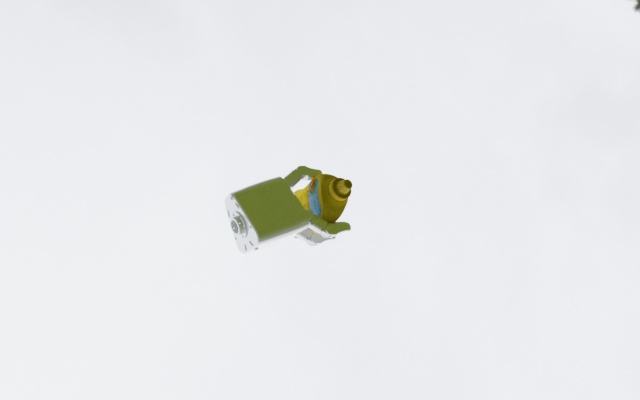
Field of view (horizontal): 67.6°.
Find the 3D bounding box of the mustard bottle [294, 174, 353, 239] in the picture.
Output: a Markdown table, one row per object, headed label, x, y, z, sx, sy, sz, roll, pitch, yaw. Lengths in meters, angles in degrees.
| label | x | y | z | sx | sy | sz | roll | pitch | yaw |
| --- | --- | --- | --- | --- | --- | --- | --- | --- | --- |
| mustard bottle | 0.000 | 0.003 | 0.898 | 0.058 | 0.096 | 0.192 | 7 | -23 | -29 |
